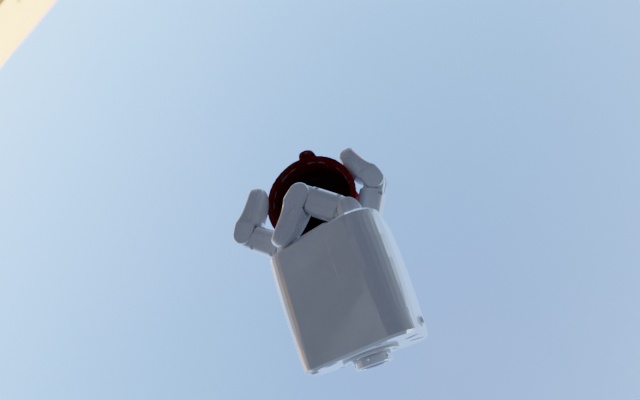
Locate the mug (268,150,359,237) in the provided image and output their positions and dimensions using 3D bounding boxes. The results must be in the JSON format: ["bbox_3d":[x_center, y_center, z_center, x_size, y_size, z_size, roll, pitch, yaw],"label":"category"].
[{"bbox_3d":[0.000,0.001,0.507,0.093,0.117,0.081,-22,-26,11],"label":"mug"}]
